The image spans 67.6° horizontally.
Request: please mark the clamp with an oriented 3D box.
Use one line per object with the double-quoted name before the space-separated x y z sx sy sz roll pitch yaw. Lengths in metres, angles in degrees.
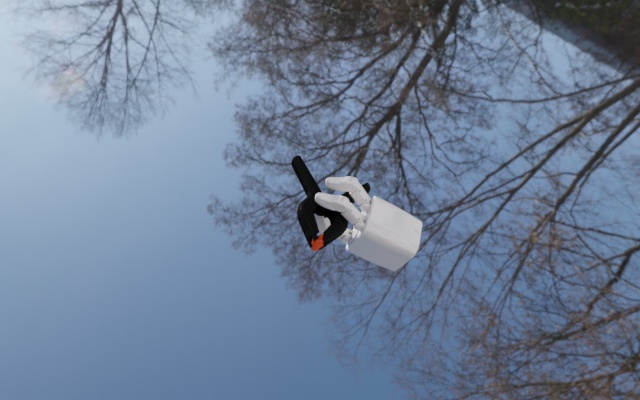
"clamp" 0.000 0.004 0.874 0.164 0.036 0.209 25 42 -2
